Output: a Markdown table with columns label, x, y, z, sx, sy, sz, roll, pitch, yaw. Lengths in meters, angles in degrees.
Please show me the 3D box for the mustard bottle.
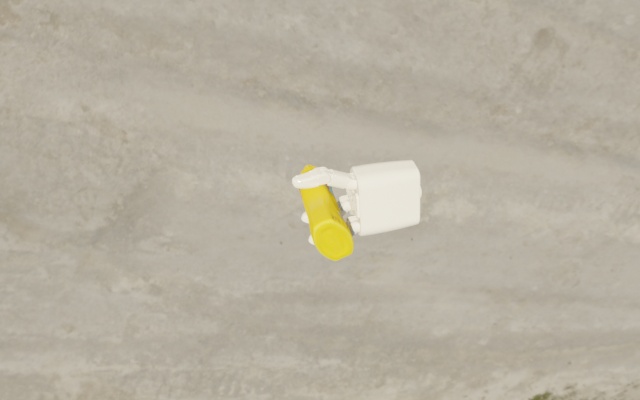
| label | x | y | z | sx | sy | sz | roll | pitch | yaw |
| --- | --- | --- | --- | --- | --- | --- | --- | --- | --- |
| mustard bottle | 0.000 | 0.003 | 0.793 | 0.058 | 0.191 | 0.096 | -27 | -48 | 8 |
